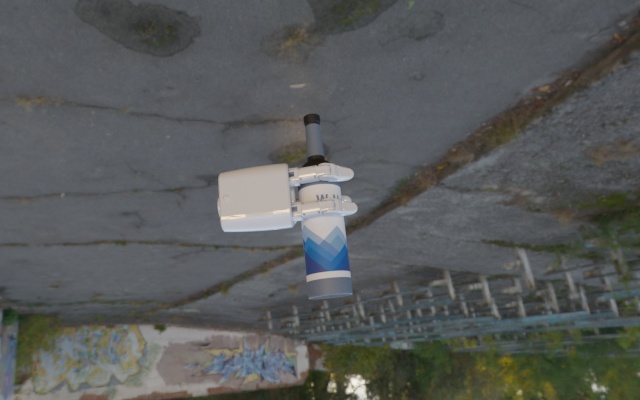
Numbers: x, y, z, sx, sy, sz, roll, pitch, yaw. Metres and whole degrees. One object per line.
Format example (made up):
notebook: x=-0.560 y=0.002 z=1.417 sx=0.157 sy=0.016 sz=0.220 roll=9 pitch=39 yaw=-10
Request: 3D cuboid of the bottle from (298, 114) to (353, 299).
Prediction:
bottle: x=0.000 y=0.003 z=0.751 sx=0.069 sy=0.295 sz=0.069 roll=-6 pitch=-16 yaw=-2
